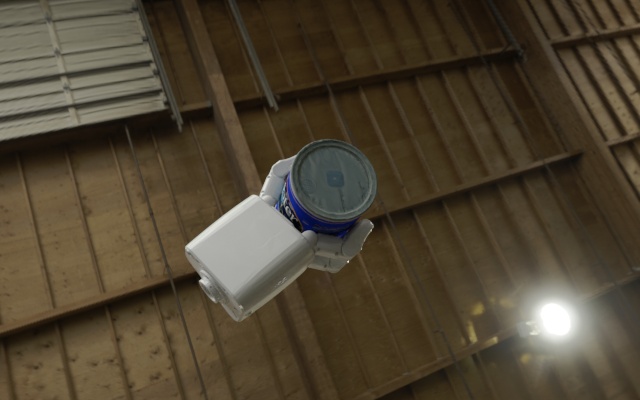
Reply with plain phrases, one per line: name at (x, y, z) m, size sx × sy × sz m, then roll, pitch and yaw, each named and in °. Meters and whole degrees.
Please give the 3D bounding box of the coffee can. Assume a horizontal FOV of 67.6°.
coffee can at (0.000, 0.002, 0.602) m, size 0.103 × 0.102 × 0.140 m, roll 0°, pitch -23°, yaw -15°
